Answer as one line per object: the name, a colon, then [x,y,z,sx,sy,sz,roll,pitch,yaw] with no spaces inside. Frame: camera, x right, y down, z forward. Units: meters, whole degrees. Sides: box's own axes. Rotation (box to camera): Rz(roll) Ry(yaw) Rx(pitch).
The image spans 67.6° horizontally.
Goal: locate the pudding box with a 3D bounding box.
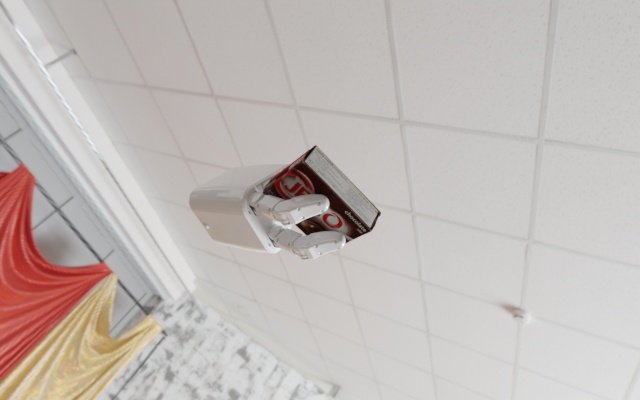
pudding box: [0.000,0.002,0.556,0.090,0.113,0.039,-32,19,48]
